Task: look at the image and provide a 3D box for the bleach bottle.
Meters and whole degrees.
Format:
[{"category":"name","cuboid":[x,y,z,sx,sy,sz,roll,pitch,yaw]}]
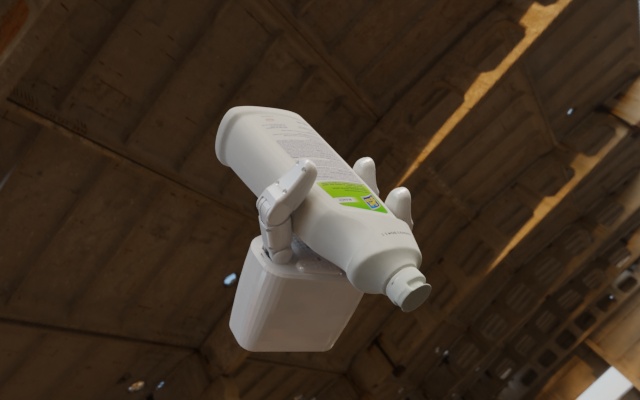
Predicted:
[{"category":"bleach bottle","cuboid":[0.000,0.001,0.429,0.102,0.068,0.250,-3,37,-37]}]
